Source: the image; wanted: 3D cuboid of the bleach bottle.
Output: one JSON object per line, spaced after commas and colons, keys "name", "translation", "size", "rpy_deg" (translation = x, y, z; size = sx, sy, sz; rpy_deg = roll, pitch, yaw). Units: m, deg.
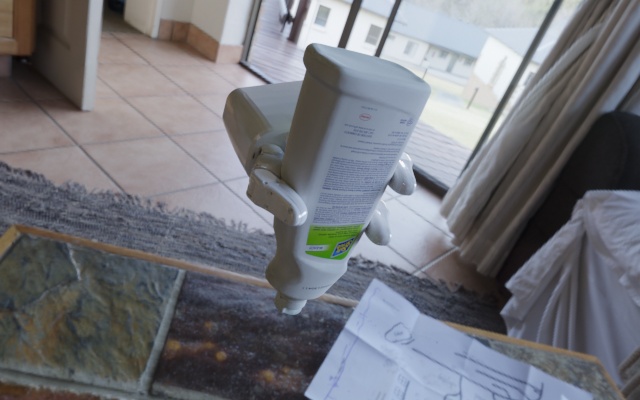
{"name": "bleach bottle", "translation": [0.000, 0.001, 0.416], "size": [0.102, 0.251, 0.068], "rpy_deg": [3, 33, -30]}
